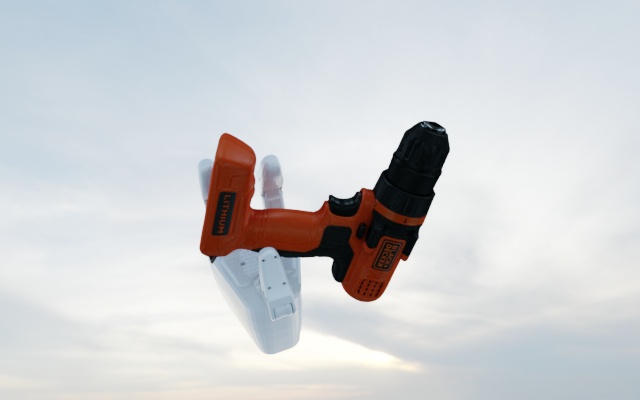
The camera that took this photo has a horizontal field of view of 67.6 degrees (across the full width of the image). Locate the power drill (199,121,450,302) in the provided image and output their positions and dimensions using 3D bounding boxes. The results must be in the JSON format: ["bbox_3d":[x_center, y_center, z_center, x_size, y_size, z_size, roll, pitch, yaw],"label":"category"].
[{"bbox_3d":[0.000,0.001,0.408,0.187,0.184,0.057,13,29,-11],"label":"power drill"}]
